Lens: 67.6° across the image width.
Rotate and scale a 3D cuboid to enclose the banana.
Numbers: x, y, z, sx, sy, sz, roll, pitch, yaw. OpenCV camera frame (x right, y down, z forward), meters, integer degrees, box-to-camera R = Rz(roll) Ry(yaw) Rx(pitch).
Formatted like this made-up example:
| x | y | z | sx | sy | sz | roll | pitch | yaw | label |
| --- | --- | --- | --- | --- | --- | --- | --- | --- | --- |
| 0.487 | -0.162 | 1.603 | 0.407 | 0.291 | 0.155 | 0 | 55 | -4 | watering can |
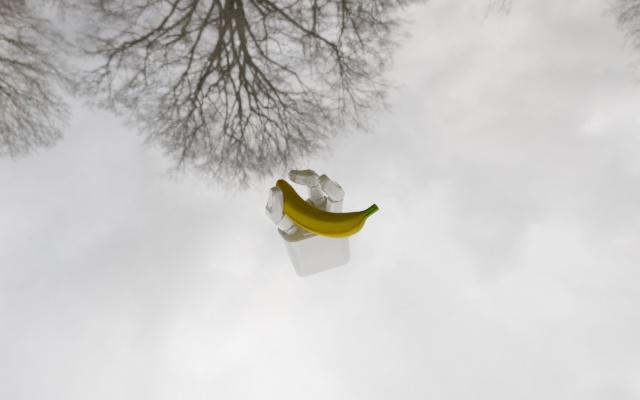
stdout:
| x | y | z | sx | sy | sz | roll | pitch | yaw | label |
| --- | --- | --- | --- | --- | --- | --- | --- | --- | --- |
| -0.007 | 0.017 | 0.734 | 0.198 | 0.069 | 0.037 | 17 | -33 | 34 | banana |
